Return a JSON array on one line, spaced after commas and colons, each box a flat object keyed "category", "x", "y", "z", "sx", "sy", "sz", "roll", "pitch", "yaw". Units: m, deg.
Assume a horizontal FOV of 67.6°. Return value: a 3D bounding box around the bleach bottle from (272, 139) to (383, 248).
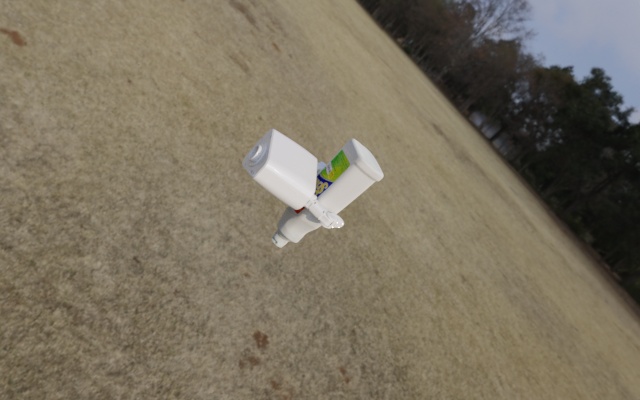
[{"category": "bleach bottle", "x": 0.000, "y": 0.003, "z": 0.896, "sx": 0.068, "sy": 0.251, "sz": 0.102, "roll": 35, "pitch": 21, "yaw": -29}]
